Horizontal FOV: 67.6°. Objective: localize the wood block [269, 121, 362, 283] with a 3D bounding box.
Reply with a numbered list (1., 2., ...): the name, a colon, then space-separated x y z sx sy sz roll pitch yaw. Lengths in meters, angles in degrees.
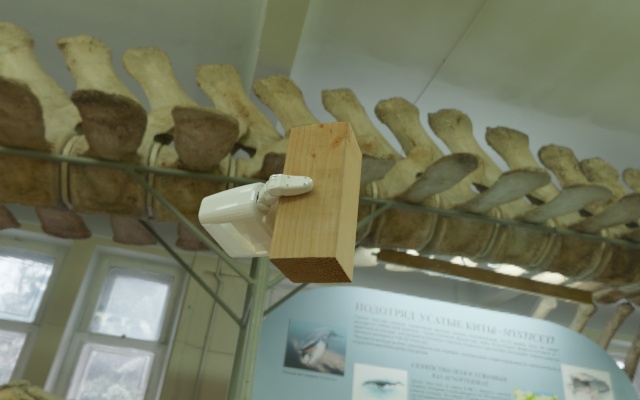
1. wood block: 0.000 0.002 0.665 0.090 0.206 0.091 -4 -30 18
